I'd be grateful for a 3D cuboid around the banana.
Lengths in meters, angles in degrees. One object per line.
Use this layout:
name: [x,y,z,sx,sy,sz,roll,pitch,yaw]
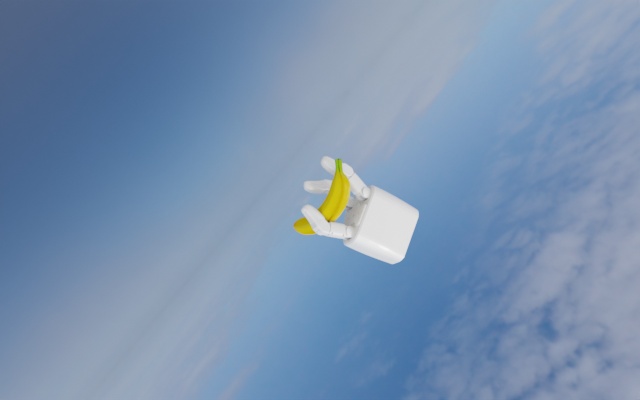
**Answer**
banana: [0.006,0.015,0.855,0.037,0.069,0.198,8,-42,-29]
